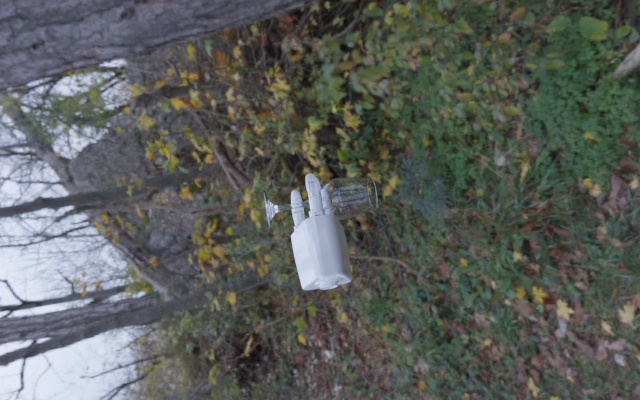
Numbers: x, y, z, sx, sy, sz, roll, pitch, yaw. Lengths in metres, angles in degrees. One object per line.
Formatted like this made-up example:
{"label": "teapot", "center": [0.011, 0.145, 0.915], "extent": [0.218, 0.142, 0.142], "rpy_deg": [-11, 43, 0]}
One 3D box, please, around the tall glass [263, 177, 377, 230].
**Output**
{"label": "tall glass", "center": [-0.001, 0.003, 0.877], "extent": [0.201, 0.079, 0.079], "rpy_deg": [-9, 1, -6]}
